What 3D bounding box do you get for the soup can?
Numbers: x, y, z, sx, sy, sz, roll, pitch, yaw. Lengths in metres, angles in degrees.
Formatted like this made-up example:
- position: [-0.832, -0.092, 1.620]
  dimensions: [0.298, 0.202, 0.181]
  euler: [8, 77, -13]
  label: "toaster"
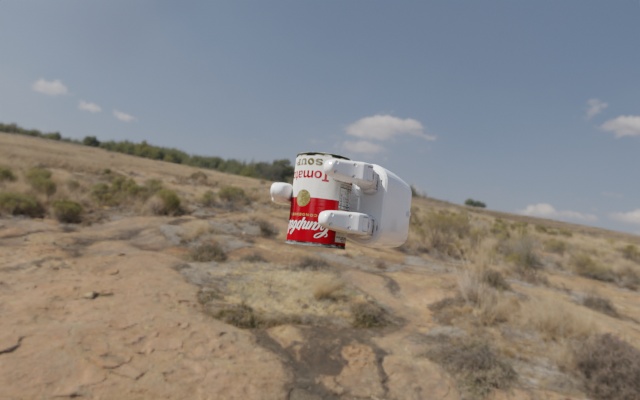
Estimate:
- position: [0.000, 0.001, 0.542]
  dimensions: [0.068, 0.102, 0.068]
  euler: [7, -5, 1]
  label: "soup can"
